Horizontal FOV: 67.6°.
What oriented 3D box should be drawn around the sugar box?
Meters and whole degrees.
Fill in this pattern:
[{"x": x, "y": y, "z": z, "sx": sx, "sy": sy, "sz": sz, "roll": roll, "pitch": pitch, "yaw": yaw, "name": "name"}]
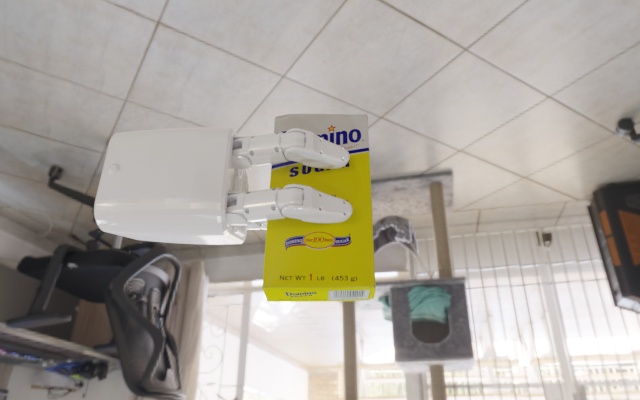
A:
[{"x": 0.000, "y": 0.001, "z": 0.433, "sx": 0.093, "sy": 0.176, "sz": 0.048, "roll": 0, "pitch": -27, "yaw": 0, "name": "sugar box"}]
